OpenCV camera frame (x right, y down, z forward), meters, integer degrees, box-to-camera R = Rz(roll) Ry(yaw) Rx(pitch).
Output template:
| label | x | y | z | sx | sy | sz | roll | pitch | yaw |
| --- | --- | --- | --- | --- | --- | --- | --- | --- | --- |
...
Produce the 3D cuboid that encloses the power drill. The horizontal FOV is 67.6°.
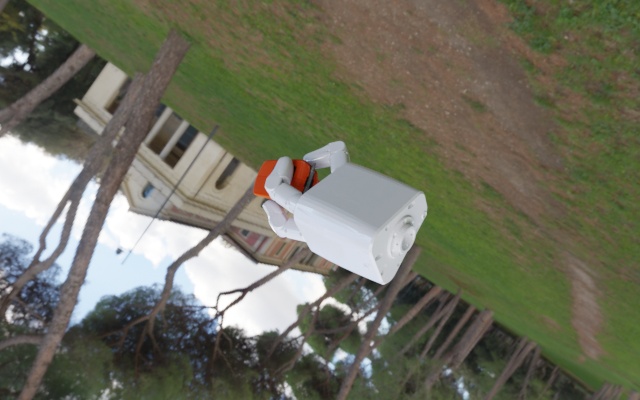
| label | x | y | z | sx | sy | sz | roll | pitch | yaw |
| --- | --- | --- | --- | --- | --- | --- | --- | --- | --- |
| power drill | 0.000 | 0.002 | 0.687 | 0.188 | 0.057 | 0.184 | 26 | -14 | -37 |
